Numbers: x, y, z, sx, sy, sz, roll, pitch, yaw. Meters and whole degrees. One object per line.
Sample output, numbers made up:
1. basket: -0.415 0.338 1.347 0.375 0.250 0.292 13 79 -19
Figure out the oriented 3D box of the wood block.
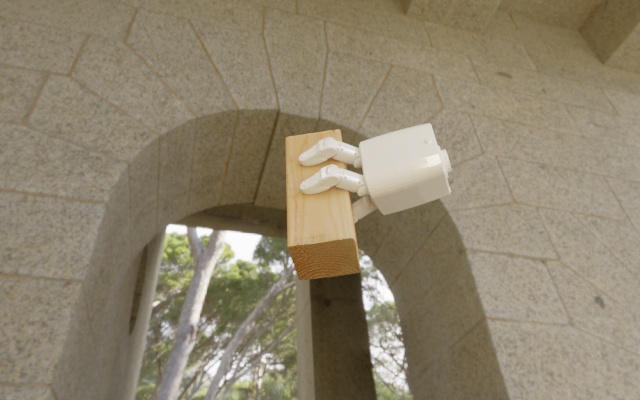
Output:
1. wood block: 0.001 0.002 0.707 0.090 0.206 0.091 -8 -40 5
